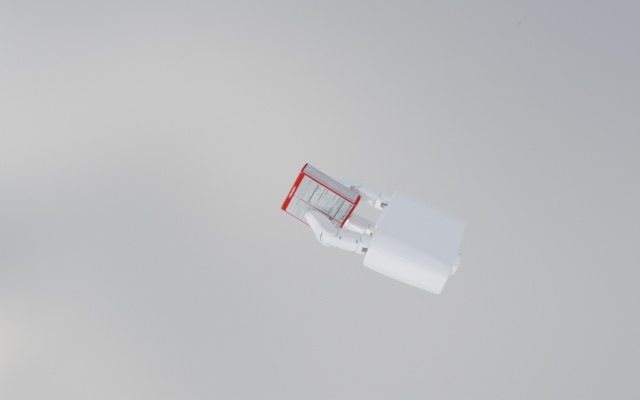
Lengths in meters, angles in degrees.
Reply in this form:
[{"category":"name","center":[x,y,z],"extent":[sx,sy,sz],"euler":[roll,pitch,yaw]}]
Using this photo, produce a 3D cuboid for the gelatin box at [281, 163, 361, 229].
[{"category":"gelatin box","center":[0.000,0.002,0.658],"extent":[0.089,0.073,0.030],"euler":[31,36,0]}]
